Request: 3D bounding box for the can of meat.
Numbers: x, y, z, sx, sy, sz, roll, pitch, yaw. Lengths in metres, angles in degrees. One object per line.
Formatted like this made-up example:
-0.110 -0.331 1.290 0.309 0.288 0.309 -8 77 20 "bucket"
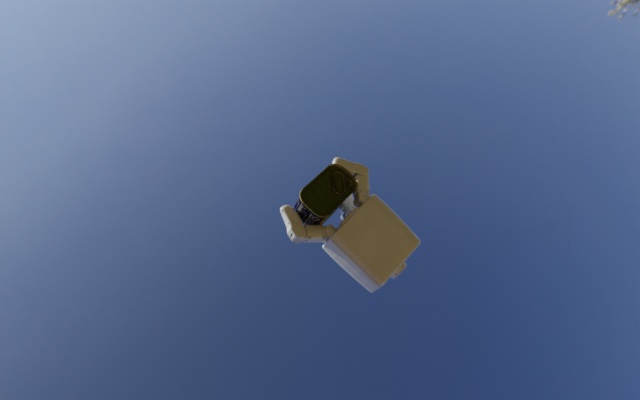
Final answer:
0.000 0.003 0.757 0.102 0.057 0.084 -44 -7 -35 "can of meat"
